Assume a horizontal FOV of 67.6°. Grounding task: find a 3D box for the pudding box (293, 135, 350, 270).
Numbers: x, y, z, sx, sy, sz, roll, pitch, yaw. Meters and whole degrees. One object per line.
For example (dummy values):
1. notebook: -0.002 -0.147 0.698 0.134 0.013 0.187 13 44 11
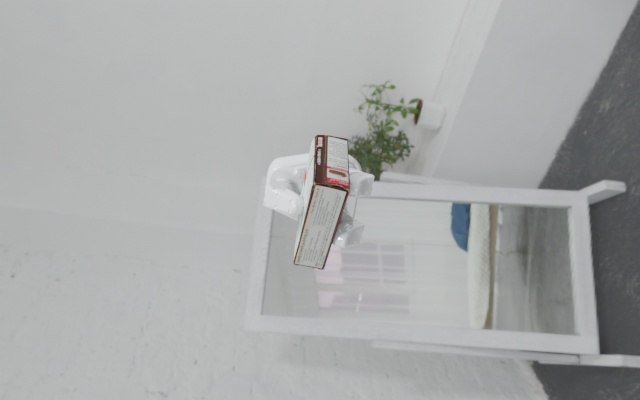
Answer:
1. pudding box: 0.000 0.002 0.499 0.039 0.114 0.090 8 39 -6
